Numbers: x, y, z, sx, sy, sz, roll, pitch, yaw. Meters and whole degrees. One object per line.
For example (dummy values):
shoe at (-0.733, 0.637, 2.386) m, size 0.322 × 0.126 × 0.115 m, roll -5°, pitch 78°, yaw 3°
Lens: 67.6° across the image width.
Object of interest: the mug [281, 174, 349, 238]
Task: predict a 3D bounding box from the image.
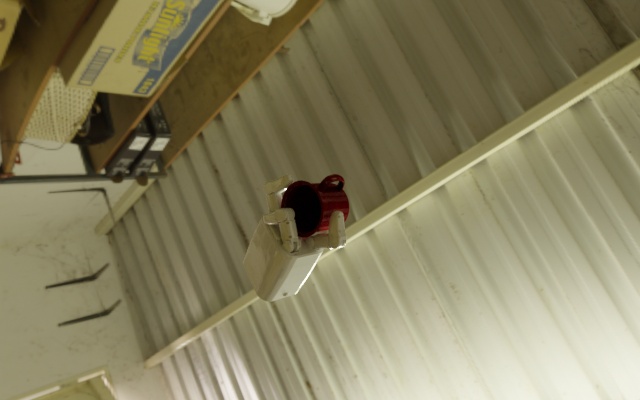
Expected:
mug at (0.001, 0.001, 0.799) m, size 0.081 × 0.117 × 0.093 m, roll -5°, pitch 44°, yaw -50°
